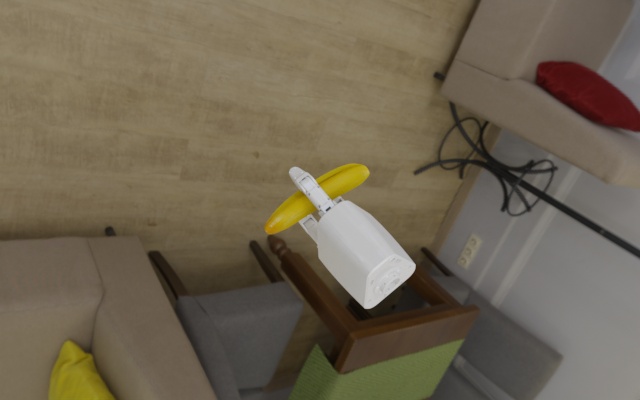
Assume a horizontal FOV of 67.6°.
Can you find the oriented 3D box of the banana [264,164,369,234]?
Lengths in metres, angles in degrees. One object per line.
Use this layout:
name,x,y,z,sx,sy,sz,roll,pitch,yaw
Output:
banana,0.006,-0.010,0.698,0.197,0.037,0.070,-28,-24,-27
